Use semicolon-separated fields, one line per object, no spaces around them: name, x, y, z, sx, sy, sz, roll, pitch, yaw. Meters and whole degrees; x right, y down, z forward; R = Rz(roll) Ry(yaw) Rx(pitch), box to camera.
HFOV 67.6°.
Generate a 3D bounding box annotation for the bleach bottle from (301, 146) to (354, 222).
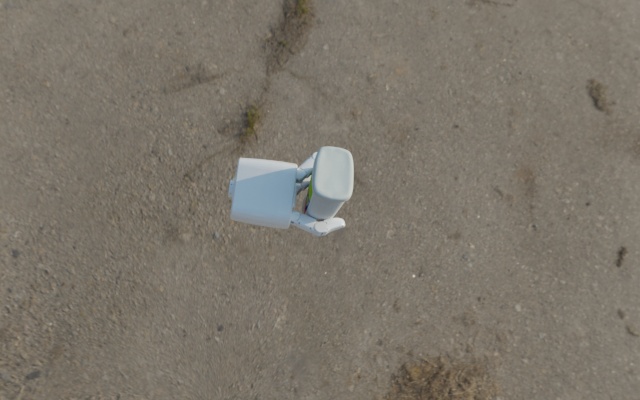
bleach bottle;0.000;0.003;0.888;0.068;0.102;0.251;8;-26;-8
